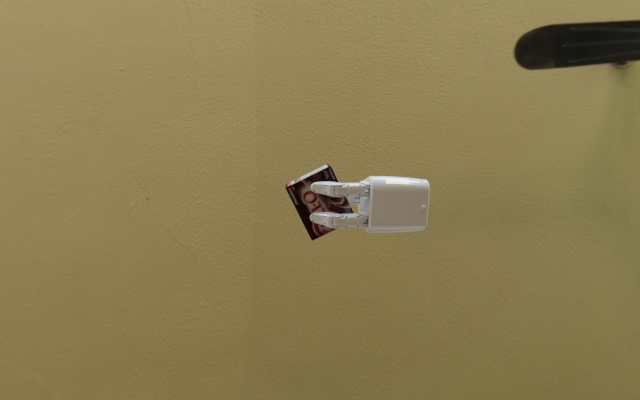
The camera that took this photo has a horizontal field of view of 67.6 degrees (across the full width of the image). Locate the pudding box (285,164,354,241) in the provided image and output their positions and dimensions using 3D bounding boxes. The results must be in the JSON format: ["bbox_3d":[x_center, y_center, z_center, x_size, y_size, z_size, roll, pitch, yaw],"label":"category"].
[{"bbox_3d":[0.000,0.003,0.857,0.090,0.113,0.039,-26,12,1],"label":"pudding box"}]
